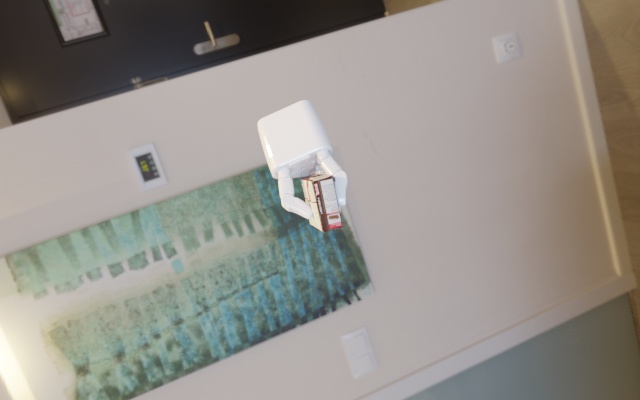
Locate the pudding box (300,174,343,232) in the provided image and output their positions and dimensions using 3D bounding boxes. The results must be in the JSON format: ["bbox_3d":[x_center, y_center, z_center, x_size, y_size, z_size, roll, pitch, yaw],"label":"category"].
[{"bbox_3d":[0.000,0.003,0.818,0.039,0.090,0.113,-14,7,-10],"label":"pudding box"}]
